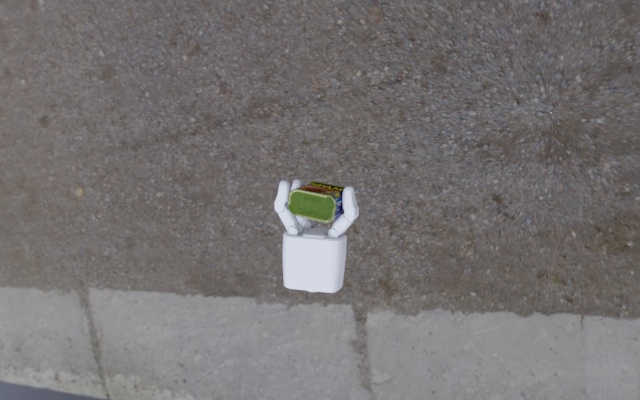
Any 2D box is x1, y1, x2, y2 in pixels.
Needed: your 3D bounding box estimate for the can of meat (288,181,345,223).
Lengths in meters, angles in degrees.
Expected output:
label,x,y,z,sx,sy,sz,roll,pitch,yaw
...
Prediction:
label,x,y,z,sx,sy,sz,roll,pitch,yaw
can of meat,0.000,0.003,0.892,0.102,0.057,0.084,12,15,23
